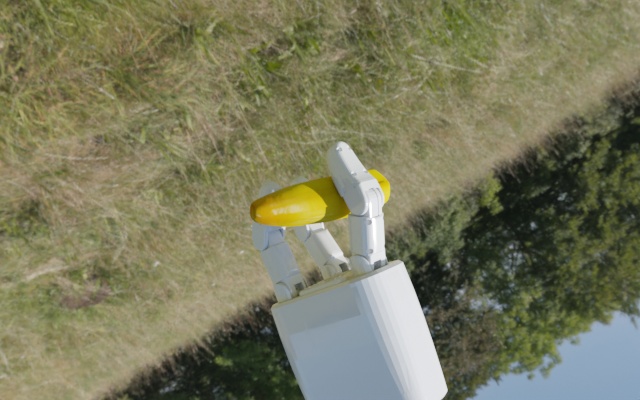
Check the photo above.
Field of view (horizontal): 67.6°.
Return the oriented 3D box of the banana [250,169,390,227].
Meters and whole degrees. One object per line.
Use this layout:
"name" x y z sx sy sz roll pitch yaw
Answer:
"banana" 0.018 -0.003 0.415 0.069 0.037 0.198 -14 0 25
